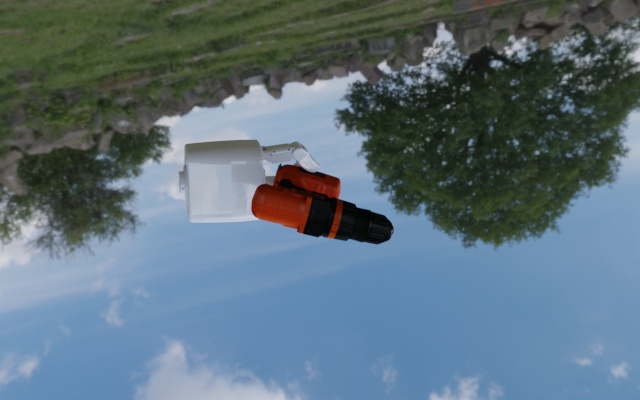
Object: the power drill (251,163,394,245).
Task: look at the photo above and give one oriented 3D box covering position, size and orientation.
[{"bbox_3d":[0.000,0.002,0.671,0.184,0.057,0.187,15,11,-7],"label":"power drill"}]
